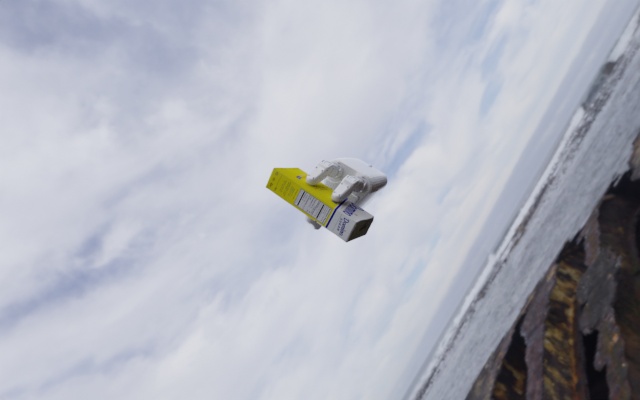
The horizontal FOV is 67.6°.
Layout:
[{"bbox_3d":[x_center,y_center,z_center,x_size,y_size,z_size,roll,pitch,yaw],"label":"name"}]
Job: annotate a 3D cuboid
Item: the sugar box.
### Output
[{"bbox_3d":[0.000,0.002,0.821,0.176,0.048,0.093,31,17,20],"label":"sugar box"}]
